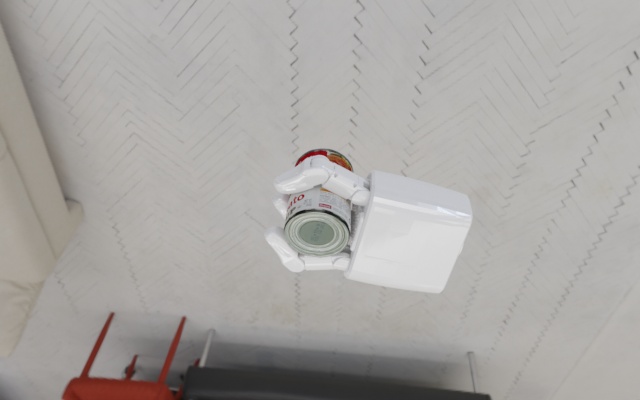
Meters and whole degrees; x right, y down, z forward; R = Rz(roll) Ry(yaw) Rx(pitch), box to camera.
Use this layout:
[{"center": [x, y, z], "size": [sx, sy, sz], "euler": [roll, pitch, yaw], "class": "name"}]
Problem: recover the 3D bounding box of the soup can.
[{"center": [0.000, 0.002, 0.506], "size": [0.068, 0.069, 0.102], "euler": [0, 42, 6], "class": "soup can"}]
